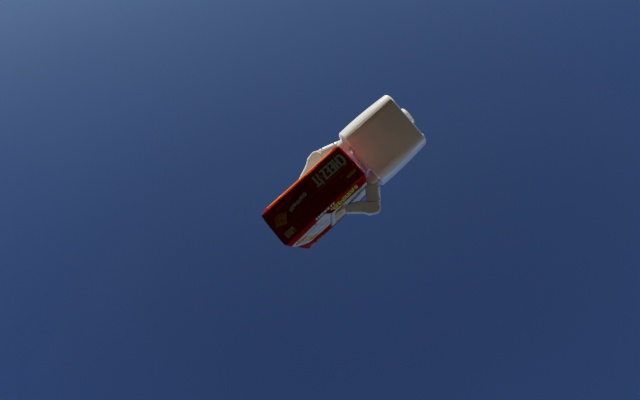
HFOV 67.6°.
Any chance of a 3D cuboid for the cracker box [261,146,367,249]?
[{"bbox_3d":[0.000,0.003,0.822,0.164,0.072,0.214,-43,-10,1],"label":"cracker box"}]
